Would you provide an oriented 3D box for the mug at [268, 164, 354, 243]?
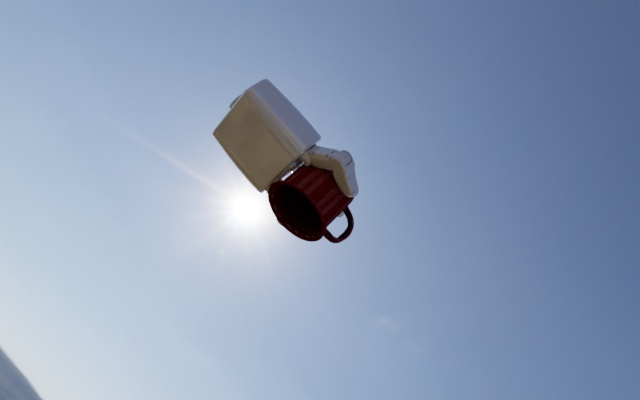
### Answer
[{"bbox_3d":[0.001,0.003,0.625,0.081,0.117,0.093,-43,2,-35],"label":"mug"}]
